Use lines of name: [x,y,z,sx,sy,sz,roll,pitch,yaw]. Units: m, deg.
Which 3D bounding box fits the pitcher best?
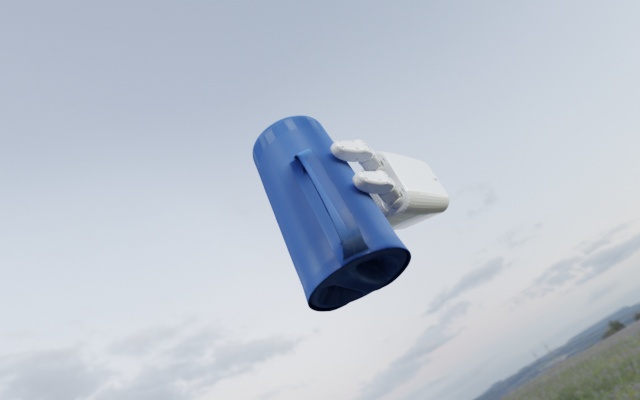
pitcher: [0.000,0.002,0.602,0.145,0.242,0.149,4,-43,-43]
